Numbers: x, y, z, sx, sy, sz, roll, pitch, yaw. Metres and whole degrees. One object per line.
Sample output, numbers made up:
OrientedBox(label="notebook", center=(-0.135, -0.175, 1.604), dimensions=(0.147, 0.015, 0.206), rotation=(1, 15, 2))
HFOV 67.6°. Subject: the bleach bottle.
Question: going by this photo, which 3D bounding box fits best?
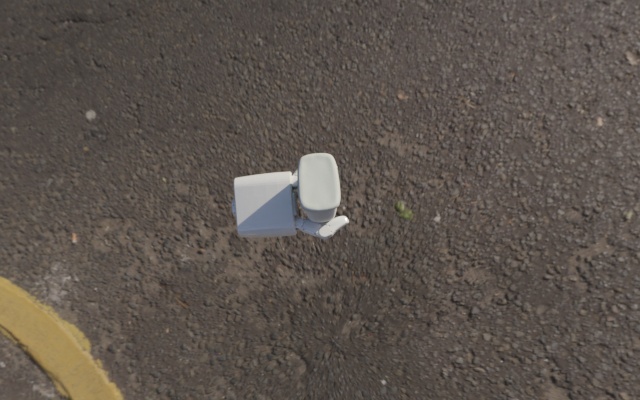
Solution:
OrientedBox(label="bleach bottle", center=(0.000, 0.003, 0.877), dimensions=(0.068, 0.102, 0.251), rotation=(-5, -17, 1))
